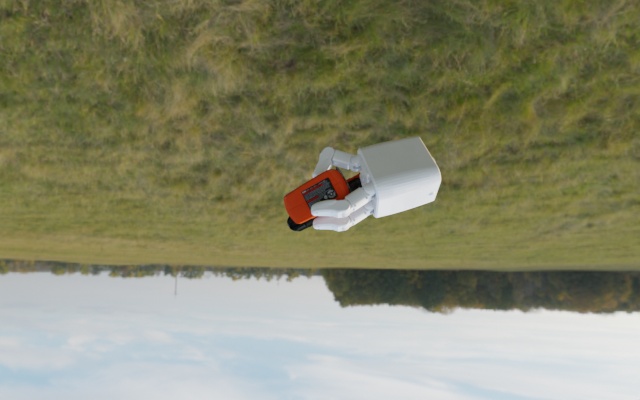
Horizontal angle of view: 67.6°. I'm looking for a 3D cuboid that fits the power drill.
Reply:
[{"bbox_3d":[0.000,0.003,0.839,0.184,0.057,0.187,-31,-7,11],"label":"power drill"}]
